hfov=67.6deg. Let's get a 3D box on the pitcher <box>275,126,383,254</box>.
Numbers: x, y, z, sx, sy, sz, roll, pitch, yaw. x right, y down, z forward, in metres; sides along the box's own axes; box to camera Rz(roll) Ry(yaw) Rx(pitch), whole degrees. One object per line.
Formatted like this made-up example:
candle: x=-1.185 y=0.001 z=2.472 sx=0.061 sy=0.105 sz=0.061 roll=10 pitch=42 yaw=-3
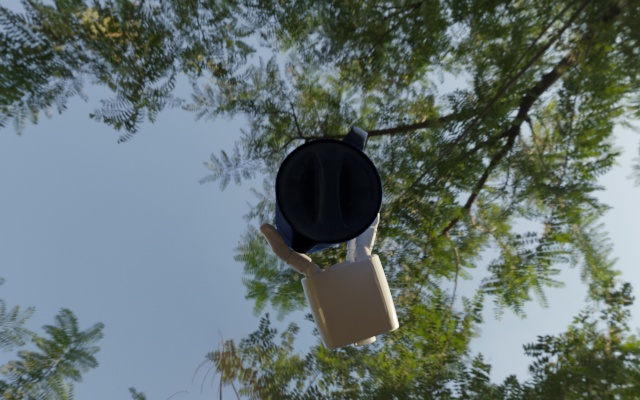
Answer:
pitcher: x=0.000 y=0.002 z=0.693 sx=0.149 sy=0.145 sz=0.243 roll=-18 pitch=-9 yaw=-12
